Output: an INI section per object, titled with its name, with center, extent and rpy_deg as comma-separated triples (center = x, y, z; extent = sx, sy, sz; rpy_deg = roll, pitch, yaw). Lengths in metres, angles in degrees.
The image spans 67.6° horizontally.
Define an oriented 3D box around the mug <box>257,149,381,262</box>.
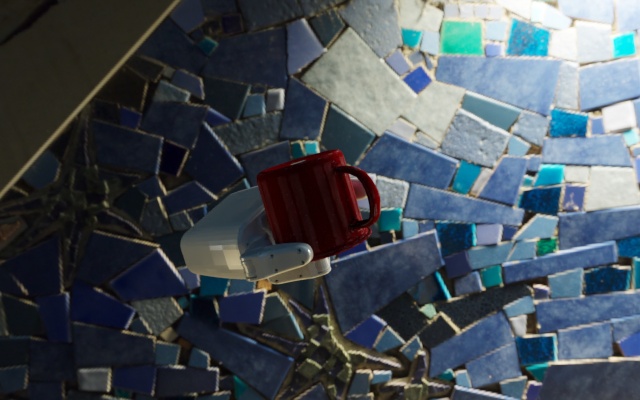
[mug]
center = 0.001, 0.001, 0.425
extent = 0.117, 0.081, 0.093
rpy_deg = -9, 12, 41
